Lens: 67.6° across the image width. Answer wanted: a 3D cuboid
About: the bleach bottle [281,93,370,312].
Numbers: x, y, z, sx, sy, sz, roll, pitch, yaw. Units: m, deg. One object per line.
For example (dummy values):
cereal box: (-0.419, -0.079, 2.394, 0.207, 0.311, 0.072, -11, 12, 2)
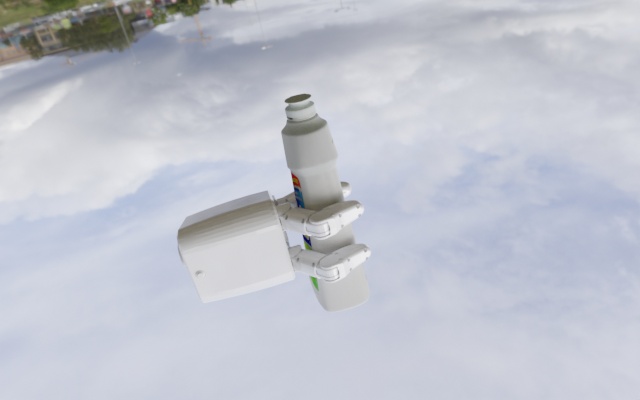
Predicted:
bleach bottle: (0.000, 0.002, 0.545, 0.068, 0.251, 0.102, -16, 28, -6)
